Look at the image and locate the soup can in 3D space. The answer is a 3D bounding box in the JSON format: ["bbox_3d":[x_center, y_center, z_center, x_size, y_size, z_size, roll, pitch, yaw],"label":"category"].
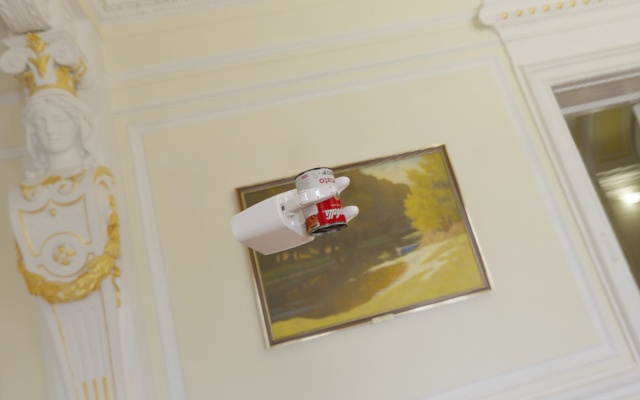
[{"bbox_3d":[0.000,0.002,0.807,0.068,0.102,0.068,-14,-15,-4],"label":"soup can"}]
